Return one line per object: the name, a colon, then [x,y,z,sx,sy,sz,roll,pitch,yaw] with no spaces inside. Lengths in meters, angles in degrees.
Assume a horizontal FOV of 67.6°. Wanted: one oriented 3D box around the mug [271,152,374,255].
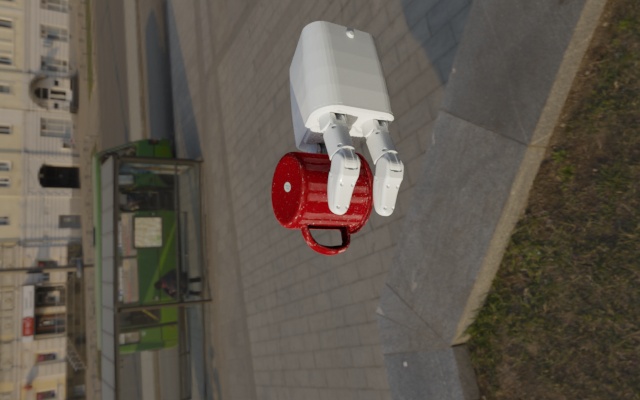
mug: [0.000,0.003,0.513,0.081,0.117,0.093,3,-21,-30]
